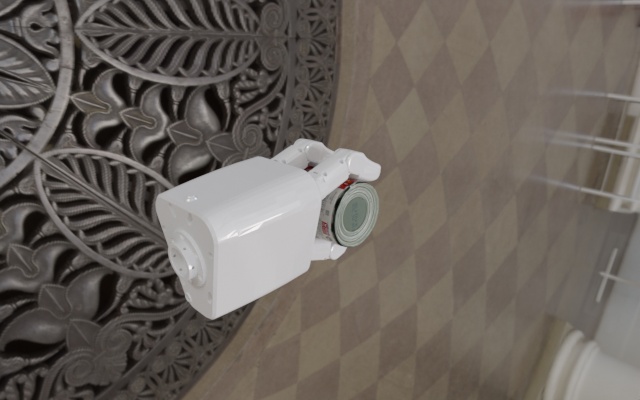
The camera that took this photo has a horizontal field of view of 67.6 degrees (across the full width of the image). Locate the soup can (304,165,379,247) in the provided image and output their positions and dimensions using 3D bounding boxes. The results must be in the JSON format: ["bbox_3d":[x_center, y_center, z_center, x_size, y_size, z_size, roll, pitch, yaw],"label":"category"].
[{"bbox_3d":[0.001,0.002,0.491,0.102,0.068,0.068,19,13,42],"label":"soup can"}]
